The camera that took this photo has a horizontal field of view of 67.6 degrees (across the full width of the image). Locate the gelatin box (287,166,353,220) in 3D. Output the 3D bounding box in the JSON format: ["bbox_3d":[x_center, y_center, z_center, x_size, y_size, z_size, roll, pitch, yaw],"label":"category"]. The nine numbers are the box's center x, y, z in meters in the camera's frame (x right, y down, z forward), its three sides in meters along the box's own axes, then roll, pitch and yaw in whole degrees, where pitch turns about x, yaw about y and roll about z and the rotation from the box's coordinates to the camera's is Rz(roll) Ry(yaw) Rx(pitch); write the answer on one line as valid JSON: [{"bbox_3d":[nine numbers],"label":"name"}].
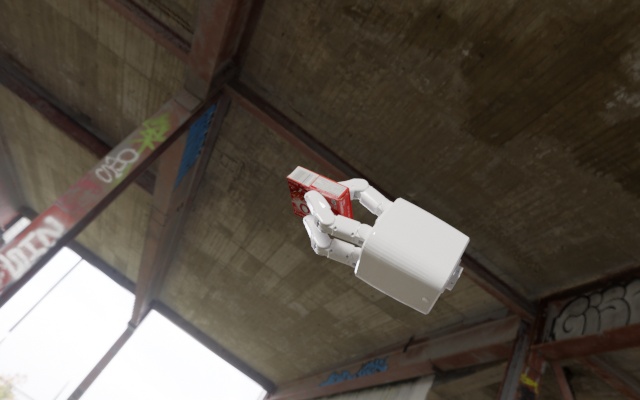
[{"bbox_3d":[0.000,0.002,0.648,0.089,0.073,0.030,25,54,29],"label":"gelatin box"}]
